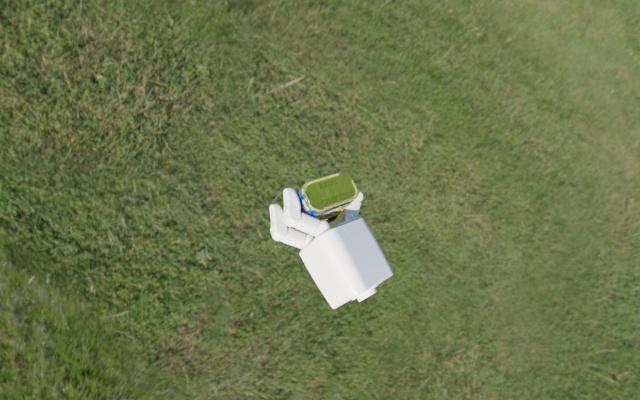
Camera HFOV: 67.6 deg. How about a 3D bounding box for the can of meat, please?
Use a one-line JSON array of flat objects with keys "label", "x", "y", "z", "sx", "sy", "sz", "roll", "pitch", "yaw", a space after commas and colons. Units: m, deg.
[{"label": "can of meat", "x": 0.000, "y": 0.002, "z": 0.767, "sx": 0.102, "sy": 0.057, "sz": 0.084, "roll": -19, "pitch": -15, "yaw": -34}]
